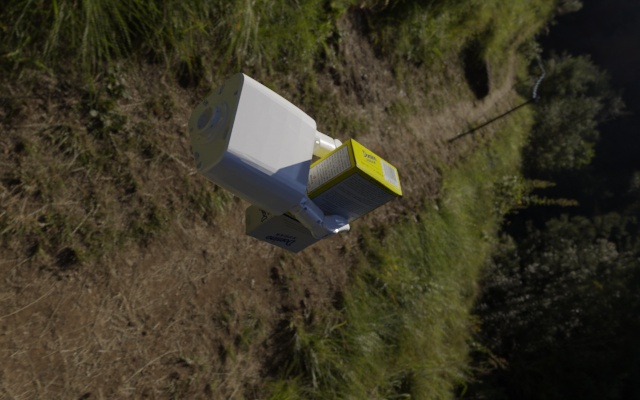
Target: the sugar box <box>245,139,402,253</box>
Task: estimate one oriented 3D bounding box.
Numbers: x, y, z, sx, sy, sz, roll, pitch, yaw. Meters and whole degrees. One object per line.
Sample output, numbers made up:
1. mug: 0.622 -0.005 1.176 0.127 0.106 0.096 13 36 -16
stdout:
1. sugar box: 0.000 0.001 0.578 0.176 0.048 0.093 -28 -38 31
